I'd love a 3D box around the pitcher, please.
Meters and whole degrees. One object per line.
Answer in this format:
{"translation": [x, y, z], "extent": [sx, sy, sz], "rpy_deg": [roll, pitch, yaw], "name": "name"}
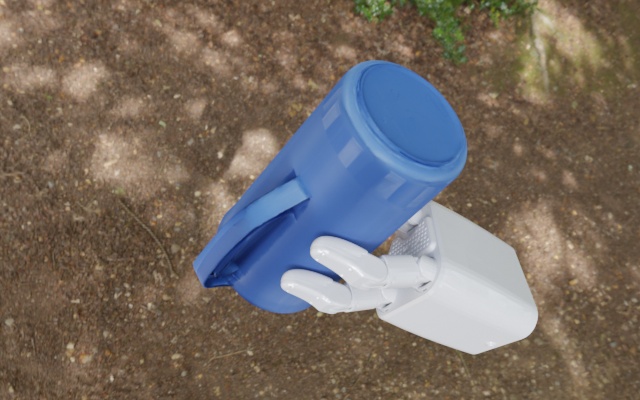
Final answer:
{"translation": [0.000, 0.001, 0.412], "extent": [0.145, 0.149, 0.243], "rpy_deg": [27, -40, -15], "name": "pitcher"}
